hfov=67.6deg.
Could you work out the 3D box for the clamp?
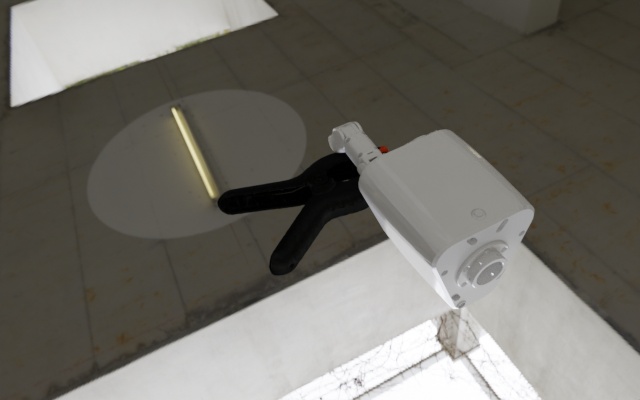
[{"bbox_3d":[0.000,0.002,0.440,0.171,0.039,0.120,-24,47,-12],"label":"clamp"}]
